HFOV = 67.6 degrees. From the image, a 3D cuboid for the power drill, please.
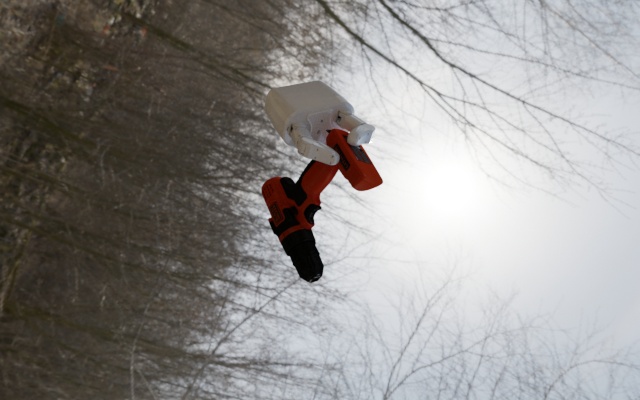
[{"bbox_3d":[0.000,0.002,0.701,0.188,0.184,0.057,-42,-30,27],"label":"power drill"}]
